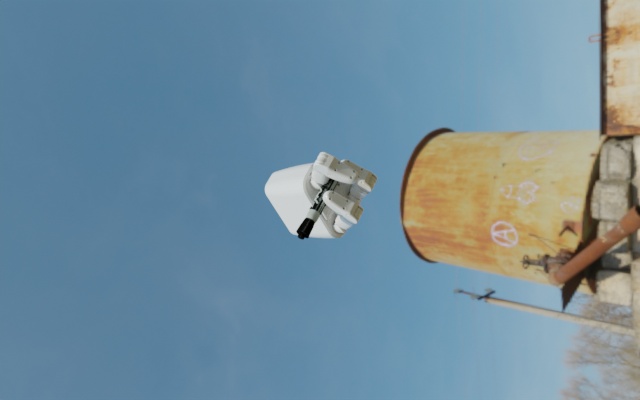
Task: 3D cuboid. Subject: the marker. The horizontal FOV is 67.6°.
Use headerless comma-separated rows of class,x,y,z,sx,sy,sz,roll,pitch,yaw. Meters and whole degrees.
marker,0.000,0.002,0.658,0.020,0.121,0.020,24,-26,12
